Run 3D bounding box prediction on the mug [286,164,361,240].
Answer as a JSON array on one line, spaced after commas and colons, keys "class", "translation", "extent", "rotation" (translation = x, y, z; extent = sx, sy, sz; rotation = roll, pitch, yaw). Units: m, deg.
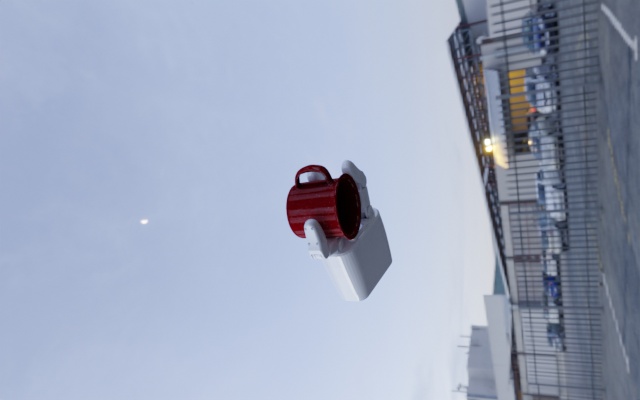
[{"class": "mug", "translation": [-0.001, 0.001, 0.673], "extent": [0.081, 0.117, 0.093], "rotation": [-6, 35, 25]}]
